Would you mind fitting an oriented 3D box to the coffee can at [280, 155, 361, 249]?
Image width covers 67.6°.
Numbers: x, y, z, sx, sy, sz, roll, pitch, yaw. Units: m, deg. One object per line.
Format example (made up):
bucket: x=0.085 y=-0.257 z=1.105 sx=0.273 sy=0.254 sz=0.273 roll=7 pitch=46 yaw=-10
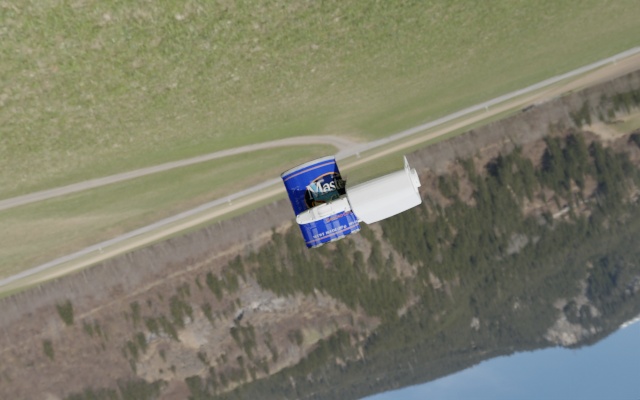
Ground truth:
coffee can: x=0.000 y=0.003 z=0.846 sx=0.103 sy=0.140 sz=0.103 roll=-20 pitch=-1 yaw=0
